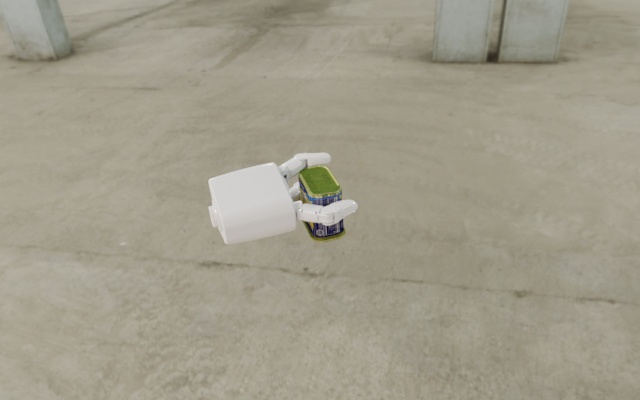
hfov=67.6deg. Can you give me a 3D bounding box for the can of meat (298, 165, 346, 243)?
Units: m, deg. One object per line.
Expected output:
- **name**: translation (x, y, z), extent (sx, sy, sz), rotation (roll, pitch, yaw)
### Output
- **can of meat**: translation (0.000, 0.002, 0.753), extent (0.057, 0.084, 0.102), rotation (-12, 32, -12)
